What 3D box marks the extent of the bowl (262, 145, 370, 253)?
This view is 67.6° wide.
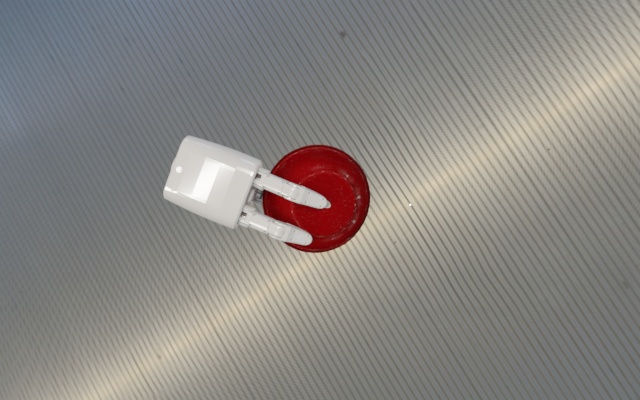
[{"bbox_3d":[0.001,0.002,0.679,0.162,0.162,0.055,0,8,-11],"label":"bowl"}]
